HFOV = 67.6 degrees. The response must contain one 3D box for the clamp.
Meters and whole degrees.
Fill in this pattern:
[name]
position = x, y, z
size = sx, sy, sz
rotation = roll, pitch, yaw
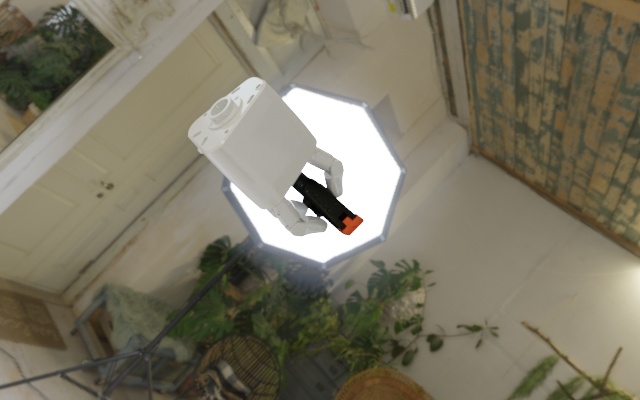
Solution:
[clamp]
position = 0.001, 0.002, 0.652
size = 0.165, 0.036, 0.210
rotation = 47, -5, -39
